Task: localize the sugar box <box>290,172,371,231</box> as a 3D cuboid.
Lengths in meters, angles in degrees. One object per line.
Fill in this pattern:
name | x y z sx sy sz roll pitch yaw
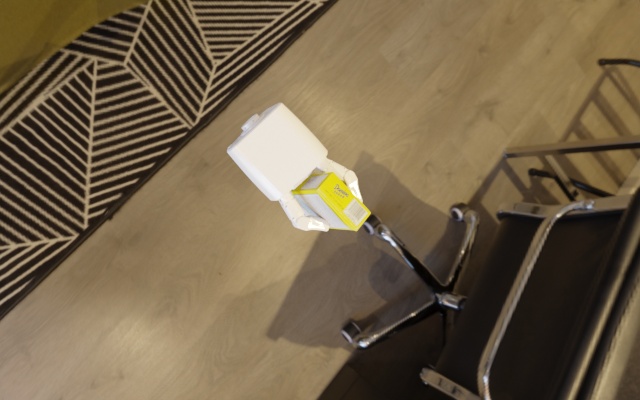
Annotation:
sugar box | 0.000 0.002 0.787 0.093 0.048 0.176 47 -16 -18
